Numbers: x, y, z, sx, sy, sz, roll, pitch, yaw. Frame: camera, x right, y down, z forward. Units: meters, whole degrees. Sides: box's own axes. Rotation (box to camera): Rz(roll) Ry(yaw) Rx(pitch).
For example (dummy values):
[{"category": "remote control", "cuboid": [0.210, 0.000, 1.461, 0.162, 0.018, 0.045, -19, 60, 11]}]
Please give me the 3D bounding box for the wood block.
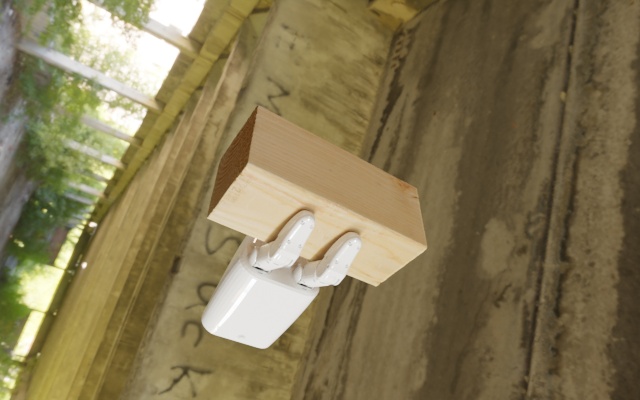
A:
[{"category": "wood block", "cuboid": [0.000, 0.002, 0.502, 0.206, 0.090, 0.090, 25, -49, -24]}]
